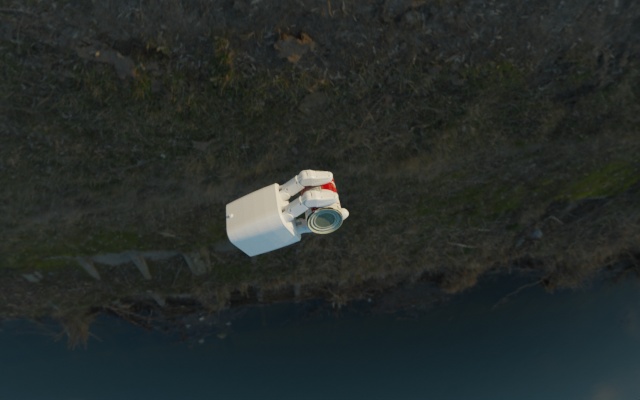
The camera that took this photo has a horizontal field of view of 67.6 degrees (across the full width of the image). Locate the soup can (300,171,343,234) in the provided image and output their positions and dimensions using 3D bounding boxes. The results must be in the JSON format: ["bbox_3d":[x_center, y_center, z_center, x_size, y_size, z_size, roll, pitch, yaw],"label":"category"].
[{"bbox_3d":[0.001,0.003,0.883,0.068,0.069,0.102,0,44,-12],"label":"soup can"}]
